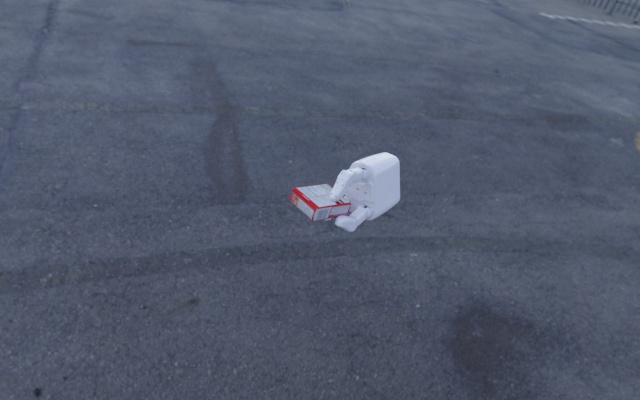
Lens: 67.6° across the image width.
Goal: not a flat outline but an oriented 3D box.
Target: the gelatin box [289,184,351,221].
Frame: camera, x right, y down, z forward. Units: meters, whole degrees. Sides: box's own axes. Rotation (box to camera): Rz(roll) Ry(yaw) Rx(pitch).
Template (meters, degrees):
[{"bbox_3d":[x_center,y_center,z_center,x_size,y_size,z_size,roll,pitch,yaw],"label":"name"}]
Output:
[{"bbox_3d":[0.000,0.002,0.869,0.089,0.030,0.073,-8,36,-41],"label":"gelatin box"}]
